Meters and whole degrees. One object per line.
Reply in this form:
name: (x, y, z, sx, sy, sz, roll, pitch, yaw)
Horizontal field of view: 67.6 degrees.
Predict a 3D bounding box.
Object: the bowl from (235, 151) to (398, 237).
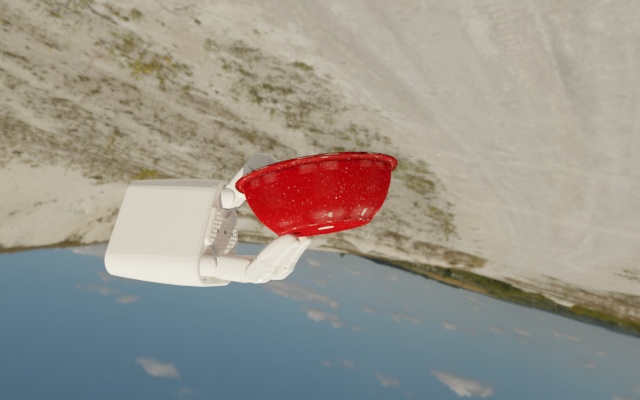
bowl: (0.001, 0.002, 0.467, 0.162, 0.055, 0.162, -9, -10, -2)
